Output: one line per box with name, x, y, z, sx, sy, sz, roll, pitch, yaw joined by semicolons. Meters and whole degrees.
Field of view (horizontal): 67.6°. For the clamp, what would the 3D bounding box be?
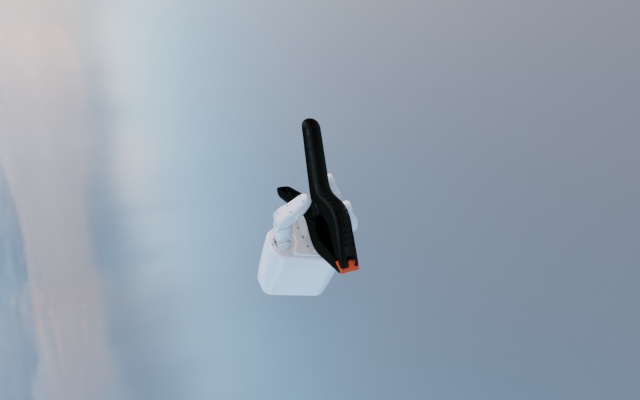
clamp;0.000;0.003;0.660;0.036;0.210;0.165;-10;-39;-27
